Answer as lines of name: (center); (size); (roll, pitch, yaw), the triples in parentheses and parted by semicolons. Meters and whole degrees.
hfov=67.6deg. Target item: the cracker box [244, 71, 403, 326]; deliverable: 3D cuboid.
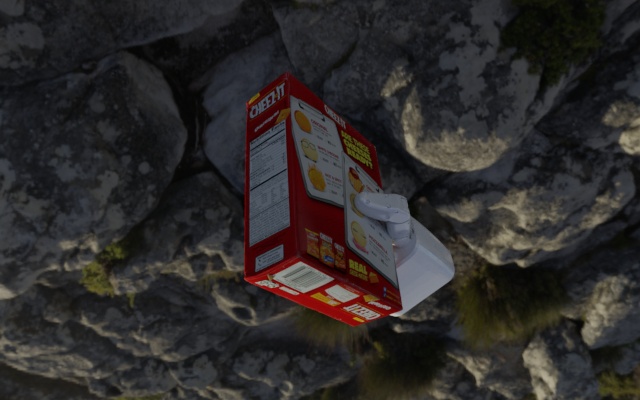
cracker box: (0.000, 0.002, 0.488); (0.072, 0.213, 0.164); (-27, -40, 28)
